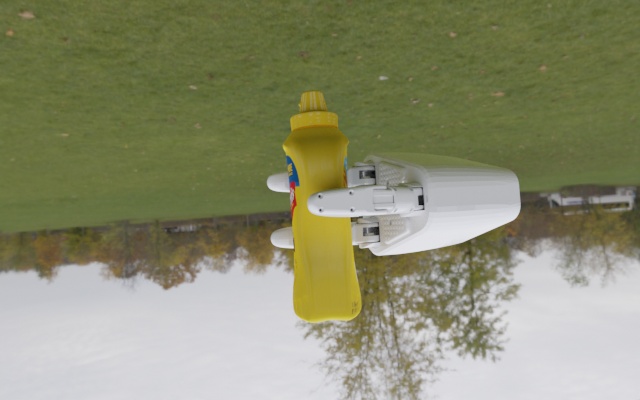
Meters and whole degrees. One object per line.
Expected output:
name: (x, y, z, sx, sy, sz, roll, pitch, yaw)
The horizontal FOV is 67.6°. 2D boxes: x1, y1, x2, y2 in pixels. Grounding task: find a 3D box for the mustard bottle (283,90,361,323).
mustard bottle: (0.000, 0.002, 0.412, 0.058, 0.191, 0.096, -4, -2, -1)
